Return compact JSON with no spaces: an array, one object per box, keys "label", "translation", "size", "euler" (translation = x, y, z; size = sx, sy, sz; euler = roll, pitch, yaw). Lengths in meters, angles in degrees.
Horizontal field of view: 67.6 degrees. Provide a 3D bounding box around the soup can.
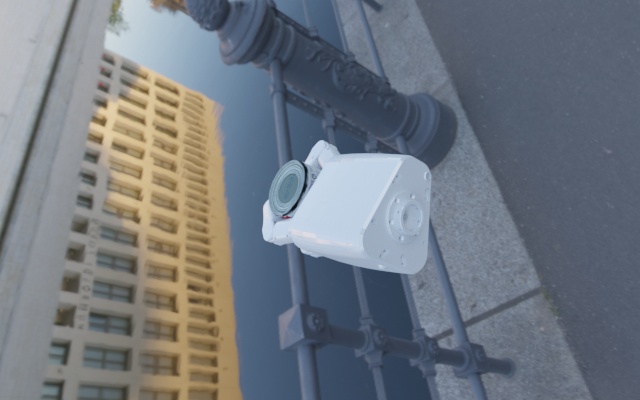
[{"label":"soup can","translation":[0.000,0.002,0.552],"size":[0.102,0.068,0.068],"euler":[23,-14,-36]}]
